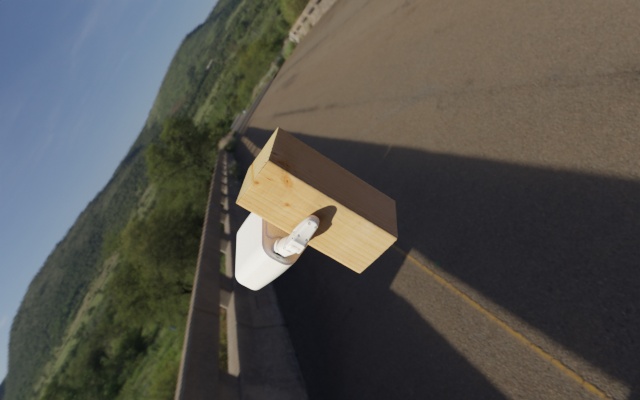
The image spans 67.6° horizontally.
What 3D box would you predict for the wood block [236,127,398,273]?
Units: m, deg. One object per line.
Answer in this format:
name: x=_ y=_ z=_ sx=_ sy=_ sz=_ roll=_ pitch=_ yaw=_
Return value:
wood block: x=0.000 y=0.003 z=0.672 sx=0.206 sy=0.090 sz=0.090 roll=31 pitch=34 yaw=-16
